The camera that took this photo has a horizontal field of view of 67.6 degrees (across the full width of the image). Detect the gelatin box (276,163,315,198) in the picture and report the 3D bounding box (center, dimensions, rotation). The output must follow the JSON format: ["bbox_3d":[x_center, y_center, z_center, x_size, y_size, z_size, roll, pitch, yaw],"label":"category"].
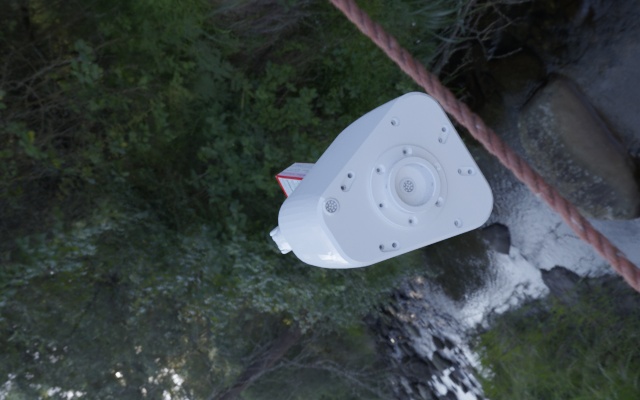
[{"bbox_3d":[0.000,0.002,0.454,0.030,0.073,0.089,-35,18,-19],"label":"gelatin box"}]
